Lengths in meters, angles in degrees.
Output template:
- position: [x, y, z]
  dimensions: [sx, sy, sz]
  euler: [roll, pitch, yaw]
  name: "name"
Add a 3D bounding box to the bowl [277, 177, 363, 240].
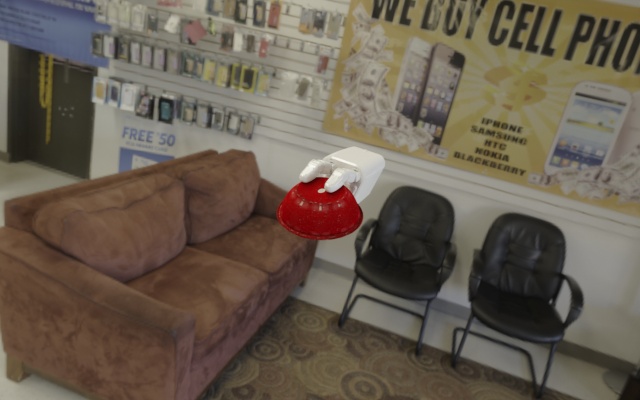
- position: [0.000, 0.003, 0.873]
  dimensions: [0.162, 0.055, 0.162]
  euler: [2, 34, -1]
  name: "bowl"
